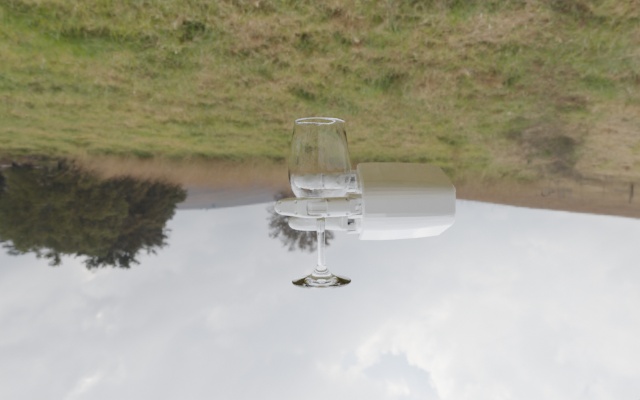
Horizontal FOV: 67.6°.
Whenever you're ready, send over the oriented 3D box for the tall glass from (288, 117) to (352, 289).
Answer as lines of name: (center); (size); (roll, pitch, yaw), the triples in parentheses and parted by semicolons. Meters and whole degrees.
tall glass: (0.000, 0.003, 0.587); (0.079, 0.201, 0.079); (-1, 4, 0)
